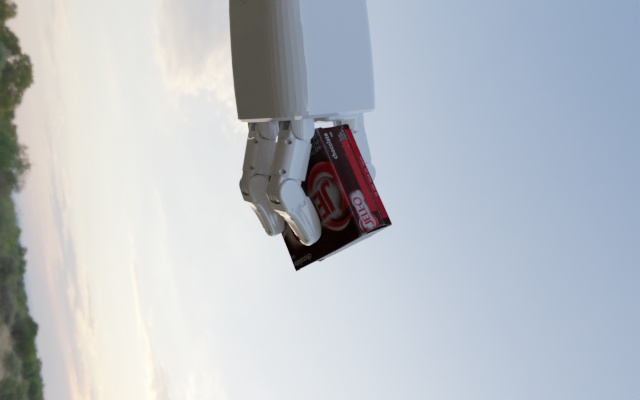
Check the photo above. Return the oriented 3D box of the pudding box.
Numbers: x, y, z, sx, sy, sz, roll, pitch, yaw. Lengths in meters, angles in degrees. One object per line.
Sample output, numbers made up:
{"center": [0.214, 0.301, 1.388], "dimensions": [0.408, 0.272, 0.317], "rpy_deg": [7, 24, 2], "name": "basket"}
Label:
{"center": [0.000, 0.001, 0.404], "dimensions": [0.039, 0.090, 0.113], "rpy_deg": [-15, -13, -32], "name": "pudding box"}
